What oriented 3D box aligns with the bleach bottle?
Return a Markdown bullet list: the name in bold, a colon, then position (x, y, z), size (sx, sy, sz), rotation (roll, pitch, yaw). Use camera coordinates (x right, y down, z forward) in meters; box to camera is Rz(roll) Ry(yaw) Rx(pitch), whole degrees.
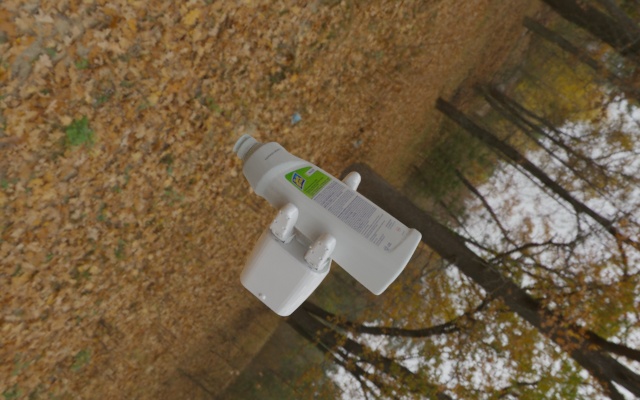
- **bleach bottle**: position (0.000, 0.002, 0.593), size (0.251, 0.068, 0.102), rotation (39, 36, 6)
